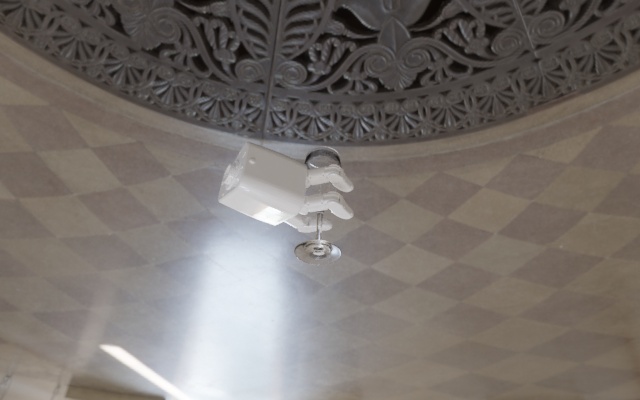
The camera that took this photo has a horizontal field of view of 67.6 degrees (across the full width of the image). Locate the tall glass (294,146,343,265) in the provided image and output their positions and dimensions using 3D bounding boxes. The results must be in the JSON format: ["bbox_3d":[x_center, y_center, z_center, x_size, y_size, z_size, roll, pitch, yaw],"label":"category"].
[{"bbox_3d":[0.000,0.003,0.802,0.079,0.200,0.079,2,-37,2],"label":"tall glass"}]
